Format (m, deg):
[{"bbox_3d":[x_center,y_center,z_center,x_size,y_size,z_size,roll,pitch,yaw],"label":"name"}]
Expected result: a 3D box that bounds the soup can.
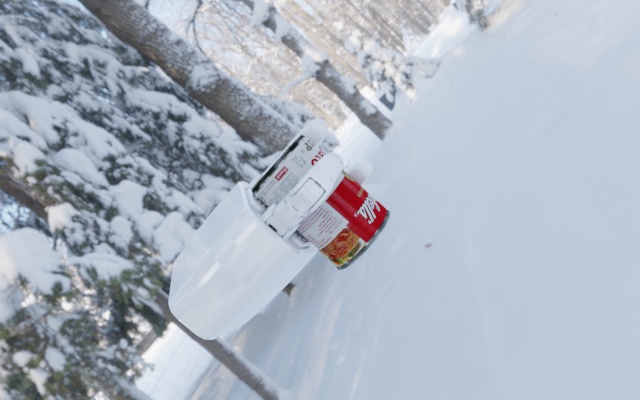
[{"bbox_3d":[0.000,0.001,0.412,0.102,0.068,0.068,42,-5,-5],"label":"soup can"}]
